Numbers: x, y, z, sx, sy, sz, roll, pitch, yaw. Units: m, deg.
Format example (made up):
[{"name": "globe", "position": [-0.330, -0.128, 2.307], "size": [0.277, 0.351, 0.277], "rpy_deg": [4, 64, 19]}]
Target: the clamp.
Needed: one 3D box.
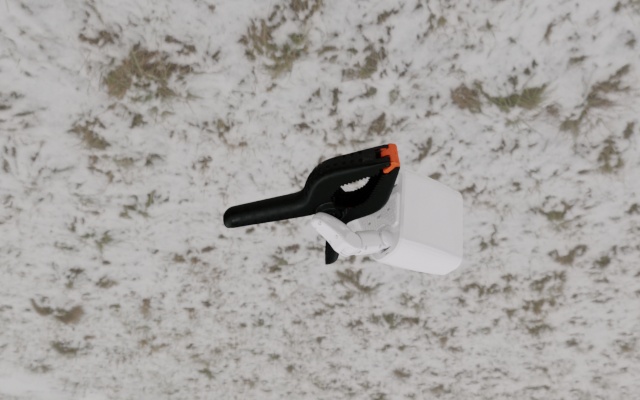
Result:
[{"name": "clamp", "position": [0.001, 0.002, 0.528], "size": [0.164, 0.036, 0.210], "rpy_deg": [18, -41, -27]}]
